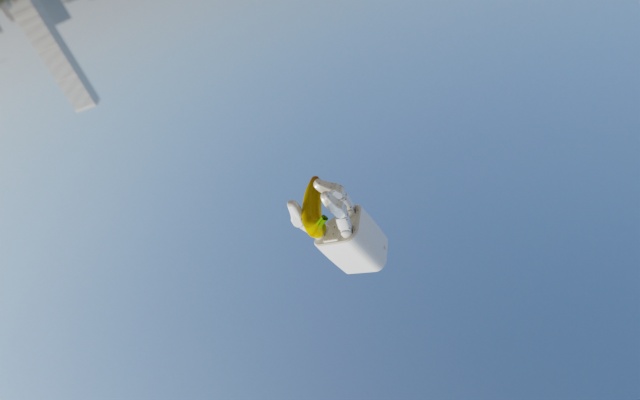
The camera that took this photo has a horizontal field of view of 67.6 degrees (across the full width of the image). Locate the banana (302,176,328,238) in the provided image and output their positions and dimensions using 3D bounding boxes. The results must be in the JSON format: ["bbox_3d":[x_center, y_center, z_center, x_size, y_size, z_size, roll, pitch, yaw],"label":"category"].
[{"bbox_3d":[-0.009,0.019,0.900,0.037,0.070,0.197,27,19,-18],"label":"banana"}]
